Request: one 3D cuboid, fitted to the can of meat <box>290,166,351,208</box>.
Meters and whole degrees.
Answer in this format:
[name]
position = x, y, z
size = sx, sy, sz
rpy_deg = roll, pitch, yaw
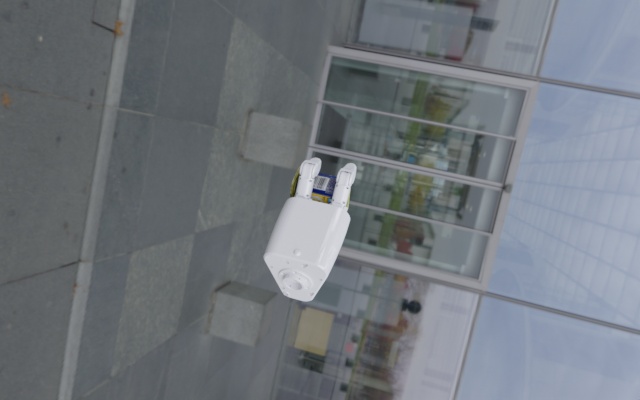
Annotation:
[can of meat]
position = 0.000, 0.003, 0.762
size = 0.084, 0.102, 0.057
rpy_deg = 13, 47, 10
